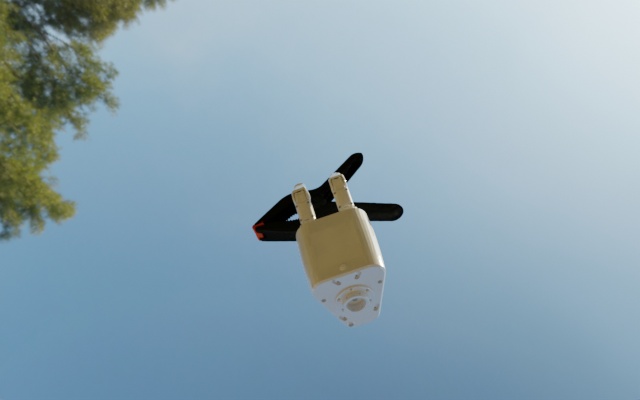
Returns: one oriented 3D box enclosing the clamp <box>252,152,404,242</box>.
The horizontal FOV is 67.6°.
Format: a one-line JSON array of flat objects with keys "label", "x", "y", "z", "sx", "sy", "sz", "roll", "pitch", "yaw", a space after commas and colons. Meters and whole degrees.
[{"label": "clamp", "x": 0.000, "y": 0.003, "z": 0.710, "sx": 0.210, "sy": 0.036, "sz": 0.164, "roll": -19, "pitch": 38, "yaw": 2}]
